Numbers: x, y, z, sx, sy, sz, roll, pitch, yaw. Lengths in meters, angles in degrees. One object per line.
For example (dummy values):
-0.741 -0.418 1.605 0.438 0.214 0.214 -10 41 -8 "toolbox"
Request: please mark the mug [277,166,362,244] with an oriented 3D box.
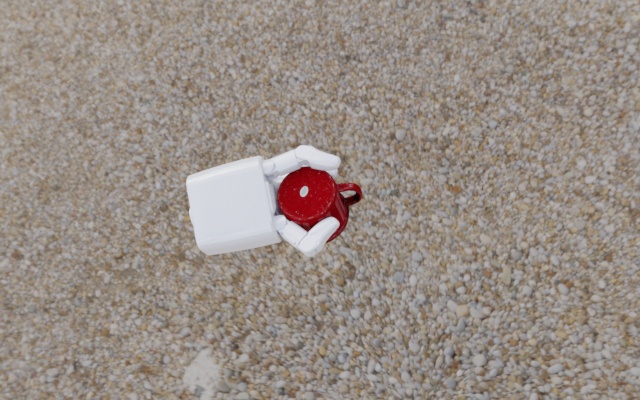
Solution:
0.001 0.002 0.657 0.117 0.093 0.081 -13 -25 6 "mug"
